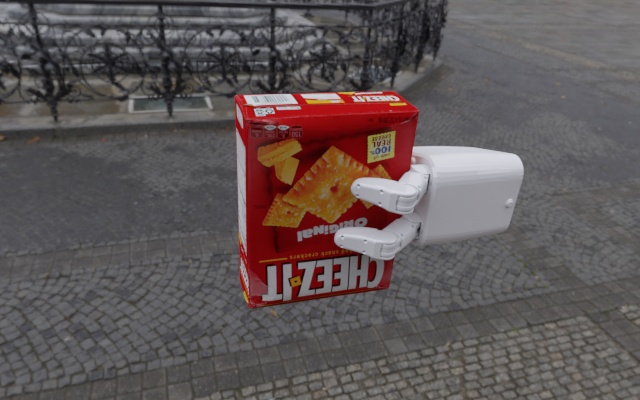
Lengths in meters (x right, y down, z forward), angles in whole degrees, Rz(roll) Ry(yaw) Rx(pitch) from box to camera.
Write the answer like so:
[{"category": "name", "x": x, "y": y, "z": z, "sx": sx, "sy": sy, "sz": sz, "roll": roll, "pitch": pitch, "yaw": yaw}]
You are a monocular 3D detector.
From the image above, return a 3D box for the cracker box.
[{"category": "cracker box", "x": 0.000, "y": 0.001, "z": 0.490, "sx": 0.164, "sy": 0.214, "sz": 0.072, "roll": -5, "pitch": 30, "yaw": -15}]
